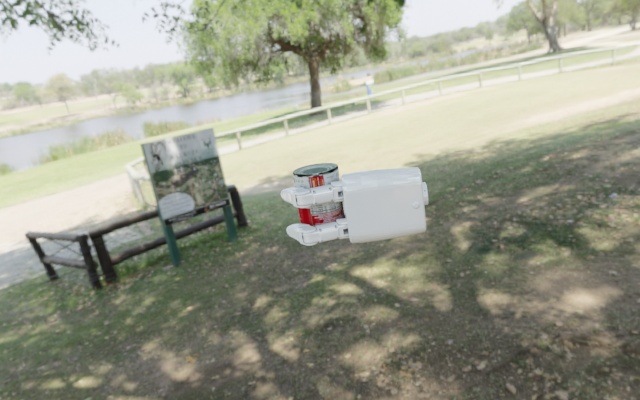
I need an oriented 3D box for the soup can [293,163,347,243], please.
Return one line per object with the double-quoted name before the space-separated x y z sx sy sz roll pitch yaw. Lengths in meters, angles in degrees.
"soup can" 0.000 0.002 0.696 0.068 0.102 0.068 -8 16 2
